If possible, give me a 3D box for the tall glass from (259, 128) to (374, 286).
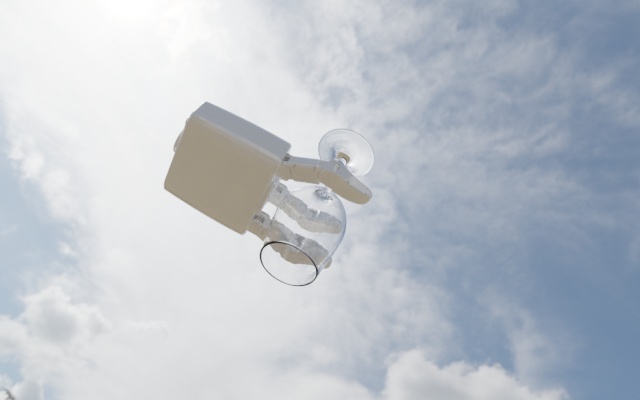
[{"bbox_3d":[0.000,0.001,0.537,0.079,0.079,0.201,0,38,24],"label":"tall glass"}]
